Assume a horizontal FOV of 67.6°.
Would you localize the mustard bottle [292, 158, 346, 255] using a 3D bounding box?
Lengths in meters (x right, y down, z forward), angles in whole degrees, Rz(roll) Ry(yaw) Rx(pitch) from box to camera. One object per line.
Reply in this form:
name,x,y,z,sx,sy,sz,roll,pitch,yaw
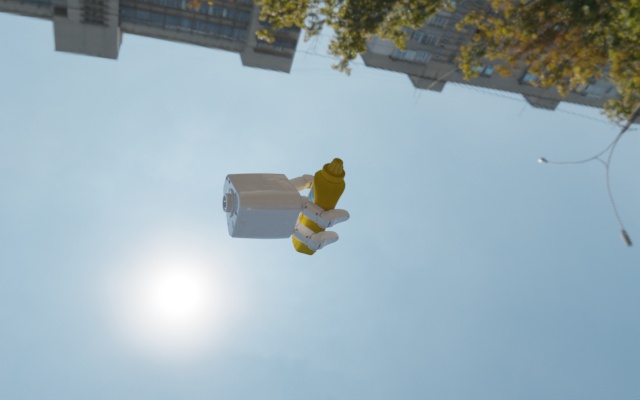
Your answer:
mustard bottle,0.000,0.003,0.856,0.058,0.192,0.096,17,38,-7
